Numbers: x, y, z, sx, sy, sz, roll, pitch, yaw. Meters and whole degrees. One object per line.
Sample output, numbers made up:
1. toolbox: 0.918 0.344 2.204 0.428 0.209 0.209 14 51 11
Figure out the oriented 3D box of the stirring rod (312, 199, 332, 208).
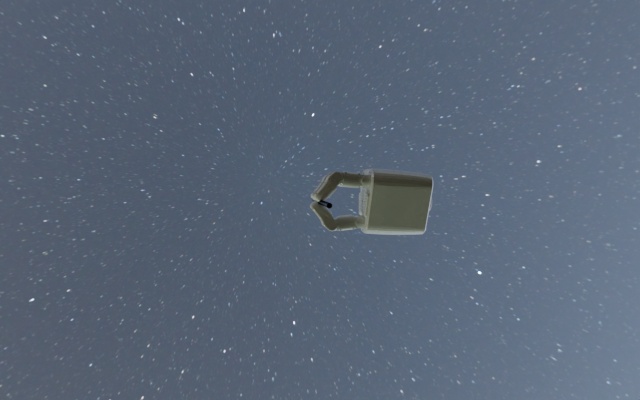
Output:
1. stirring rod: 0.000 0.003 0.793 0.011 0.011 0.239 0 2 -6
